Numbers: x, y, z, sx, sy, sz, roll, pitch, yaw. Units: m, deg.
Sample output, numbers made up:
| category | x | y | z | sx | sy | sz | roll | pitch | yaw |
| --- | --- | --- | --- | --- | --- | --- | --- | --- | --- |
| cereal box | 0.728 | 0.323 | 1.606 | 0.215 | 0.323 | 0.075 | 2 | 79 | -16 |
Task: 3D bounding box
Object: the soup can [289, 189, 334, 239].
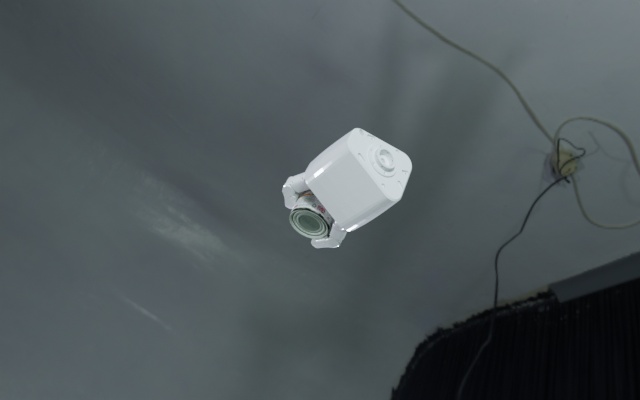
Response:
| category | x | y | z | sx | sy | sz | roll | pitch | yaw |
| --- | --- | --- | --- | --- | --- | --- | --- | --- | --- |
| soup can | 0.000 | 0.003 | 0.759 | 0.068 | 0.068 | 0.102 | 0 | 43 | 30 |
